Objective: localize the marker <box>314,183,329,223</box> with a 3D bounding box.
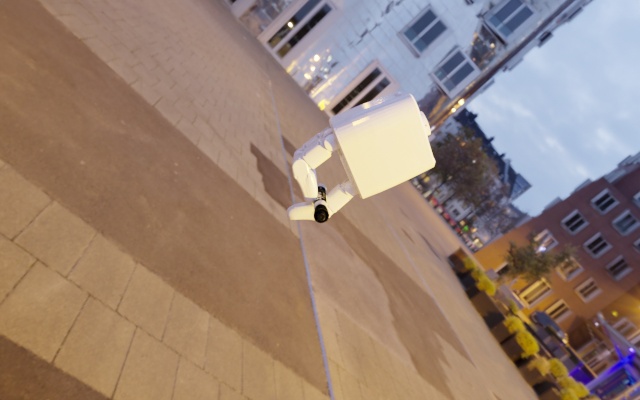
[{"bbox_3d":[0.000,0.002,0.614,0.020,0.020,0.121,0,17,-1],"label":"marker"}]
